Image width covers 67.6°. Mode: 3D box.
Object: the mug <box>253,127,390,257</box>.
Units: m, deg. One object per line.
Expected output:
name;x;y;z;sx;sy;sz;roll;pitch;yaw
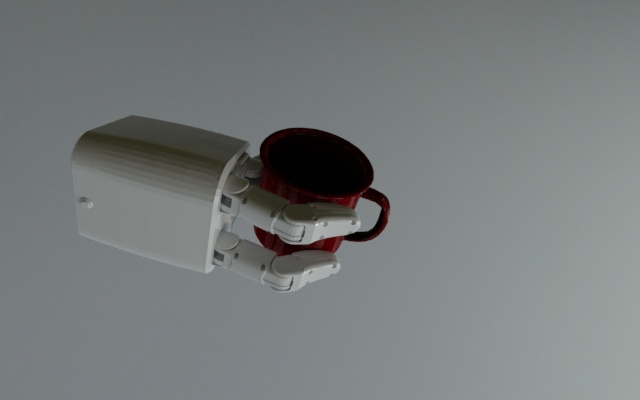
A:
mug;0.001;0.002;0.402;0.117;0.082;0.093;17;38;0
